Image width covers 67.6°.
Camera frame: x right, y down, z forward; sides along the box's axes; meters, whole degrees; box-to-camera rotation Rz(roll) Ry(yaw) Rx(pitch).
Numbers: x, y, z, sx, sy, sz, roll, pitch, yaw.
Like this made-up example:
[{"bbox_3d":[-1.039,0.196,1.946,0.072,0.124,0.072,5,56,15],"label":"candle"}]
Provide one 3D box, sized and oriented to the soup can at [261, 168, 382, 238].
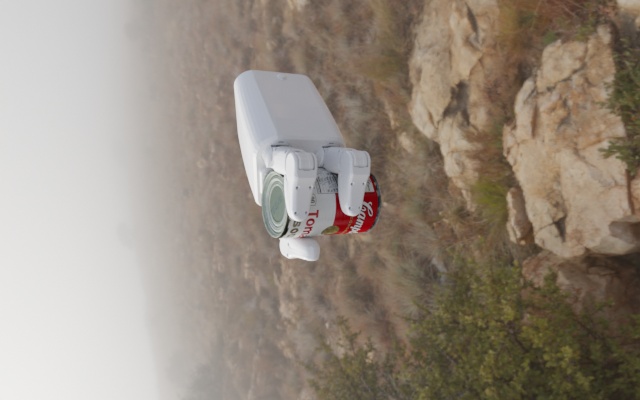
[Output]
[{"bbox_3d":[0.000,0.002,0.477,0.102,0.068,0.068,-2,1,-28],"label":"soup can"}]
